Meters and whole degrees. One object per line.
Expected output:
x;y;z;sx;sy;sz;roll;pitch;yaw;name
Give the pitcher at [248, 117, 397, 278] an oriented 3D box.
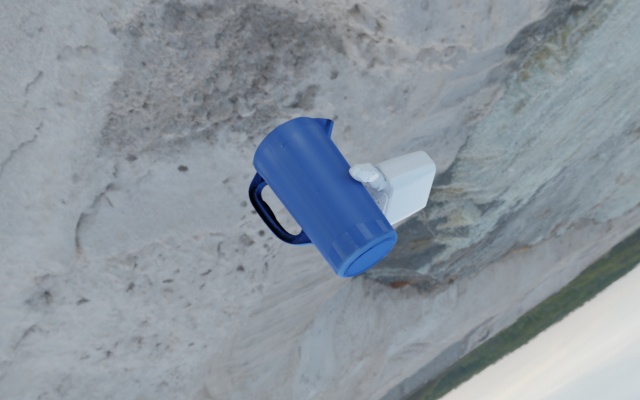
0.000;0.002;0.747;0.145;0.242;0.149;-20;-28;-32;pitcher
